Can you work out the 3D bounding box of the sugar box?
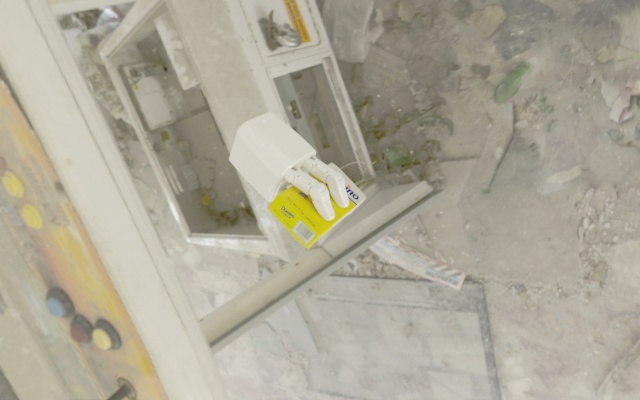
[{"bbox_3d":[0.000,0.002,0.804,0.048,0.093,0.176,-48,-7,39],"label":"sugar box"}]
